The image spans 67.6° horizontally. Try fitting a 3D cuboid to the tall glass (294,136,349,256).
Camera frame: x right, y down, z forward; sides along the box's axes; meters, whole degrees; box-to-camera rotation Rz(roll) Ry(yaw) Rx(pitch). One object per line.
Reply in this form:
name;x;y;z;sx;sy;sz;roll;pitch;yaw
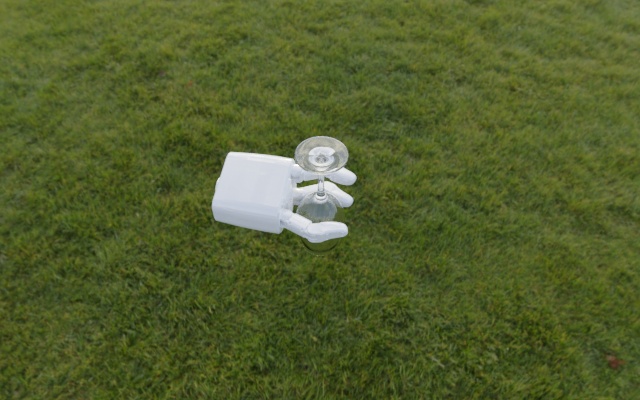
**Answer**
tall glass;0.000;0.002;0.726;0.079;0.079;0.201;0;-41;-1
